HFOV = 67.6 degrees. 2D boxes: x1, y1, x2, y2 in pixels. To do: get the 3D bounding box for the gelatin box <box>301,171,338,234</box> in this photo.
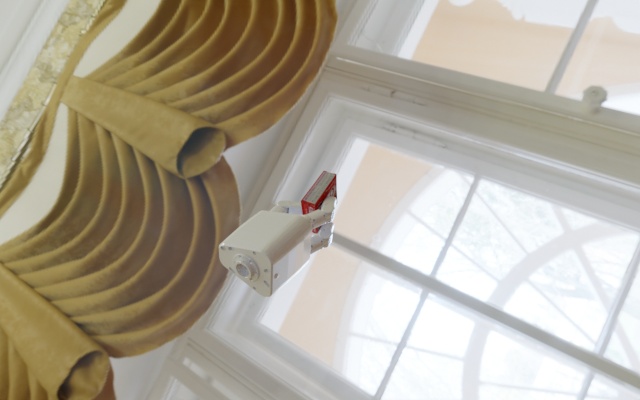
[{"bbox_3d":[0.000,0.002,0.853,0.030,0.073,0.089,18,49,20],"label":"gelatin box"}]
